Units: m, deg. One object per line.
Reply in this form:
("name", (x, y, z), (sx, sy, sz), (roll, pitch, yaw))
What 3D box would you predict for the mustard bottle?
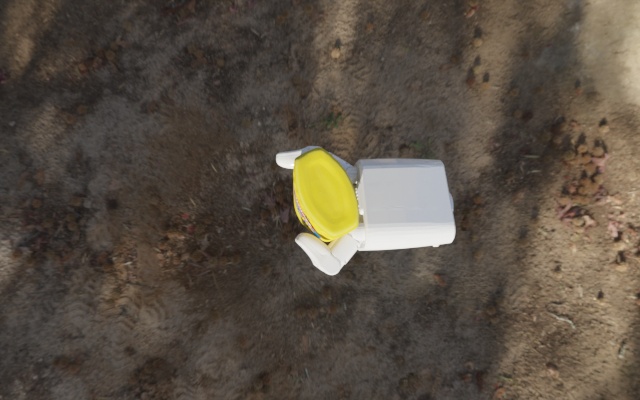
("mustard bottle", (0.000, 0.002, 0.581), (0.058, 0.096, 0.191), (-27, -4, -7))
